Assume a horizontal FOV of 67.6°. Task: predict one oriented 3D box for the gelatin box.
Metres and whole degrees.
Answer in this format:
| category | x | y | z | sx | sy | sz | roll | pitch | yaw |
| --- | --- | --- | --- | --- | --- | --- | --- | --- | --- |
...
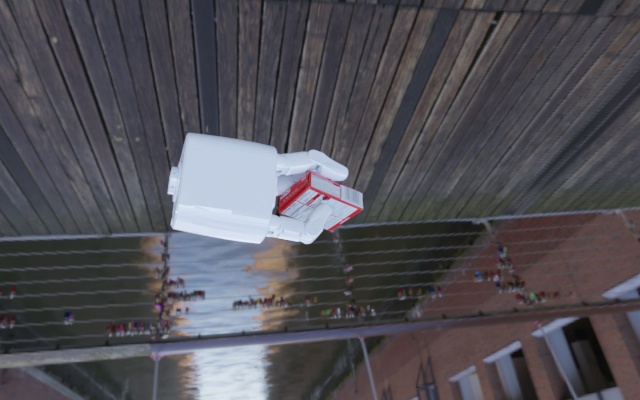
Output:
| category | x | y | z | sx | sy | sz | roll | pitch | yaw |
| --- | --- | --- | --- | --- | --- | --- | --- | --- | --- |
| gelatin box | 0.000 | 0.003 | 0.632 | 0.089 | 0.030 | 0.073 | 22 | -39 | -28 |
